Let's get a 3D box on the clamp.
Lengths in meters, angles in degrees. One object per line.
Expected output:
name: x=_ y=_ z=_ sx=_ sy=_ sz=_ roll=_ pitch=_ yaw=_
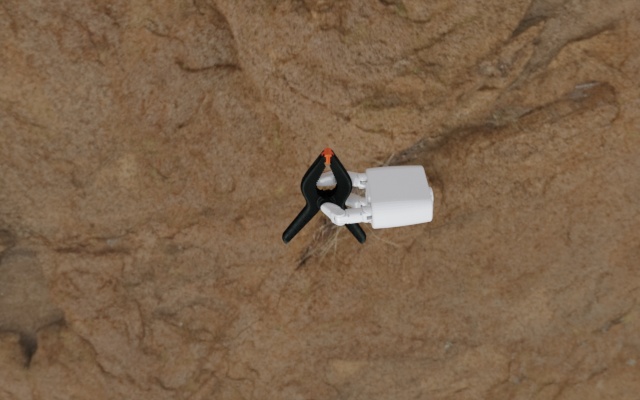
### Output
clamp: x=0.000 y=0.003 z=0.890 sx=0.164 sy=0.210 sz=0.036 roll=-6 pitch=33 yaw=0
